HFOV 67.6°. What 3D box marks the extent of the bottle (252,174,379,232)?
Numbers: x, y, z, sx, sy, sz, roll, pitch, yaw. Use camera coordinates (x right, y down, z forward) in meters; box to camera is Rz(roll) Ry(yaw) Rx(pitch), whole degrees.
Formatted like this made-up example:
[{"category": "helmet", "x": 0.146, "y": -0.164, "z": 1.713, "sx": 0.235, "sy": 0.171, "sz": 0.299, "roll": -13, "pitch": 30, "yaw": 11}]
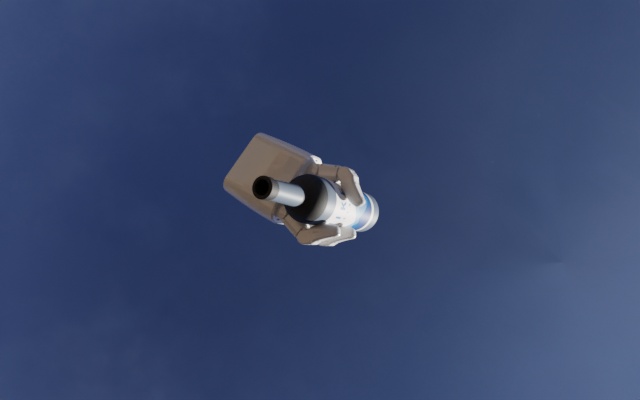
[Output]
[{"category": "bottle", "x": 0.000, "y": 0.002, "z": 0.664, "sx": 0.069, "sy": 0.069, "sz": 0.296, "roll": 0, "pitch": -7, "yaw": 27}]
